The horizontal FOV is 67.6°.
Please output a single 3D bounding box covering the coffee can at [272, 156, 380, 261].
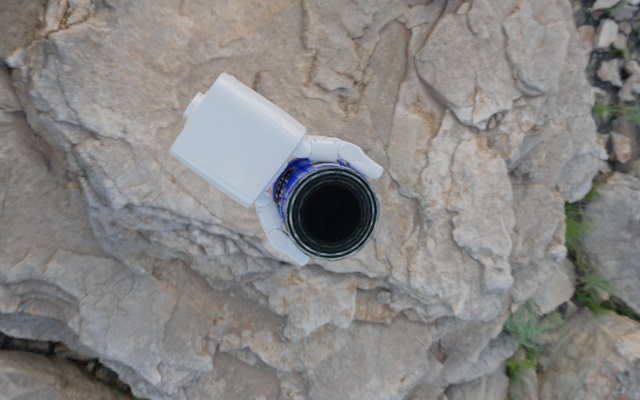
[{"bbox_3d":[0.000,0.002,0.563,0.103,0.103,0.140,0,11,-11],"label":"coffee can"}]
